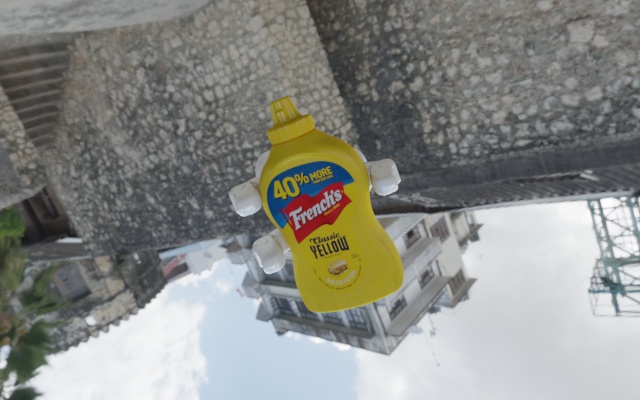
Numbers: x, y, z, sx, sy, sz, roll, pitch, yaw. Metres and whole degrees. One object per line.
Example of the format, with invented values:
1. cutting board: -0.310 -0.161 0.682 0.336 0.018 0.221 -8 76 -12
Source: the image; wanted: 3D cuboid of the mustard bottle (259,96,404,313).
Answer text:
1. mustard bottle: 0.000 0.002 0.422 0.096 0.192 0.058 -18 14 17
